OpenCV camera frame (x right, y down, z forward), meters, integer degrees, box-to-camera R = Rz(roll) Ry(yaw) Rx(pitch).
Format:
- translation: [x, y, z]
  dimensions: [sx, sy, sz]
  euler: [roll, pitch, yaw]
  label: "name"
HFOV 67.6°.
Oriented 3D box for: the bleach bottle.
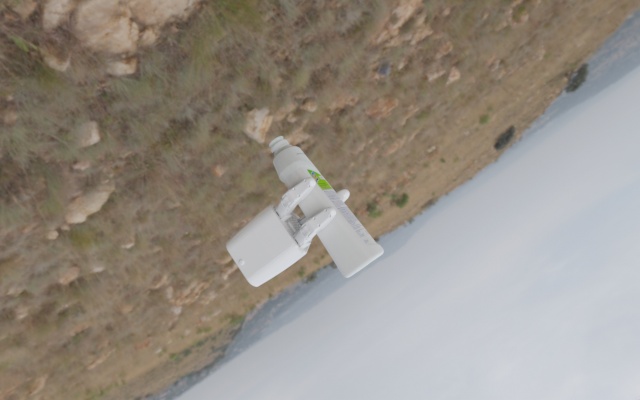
- translation: [0.000, 0.003, 0.777]
  dimensions: [0.068, 0.251, 0.102]
  euler: [-38, -10, 13]
  label: "bleach bottle"
